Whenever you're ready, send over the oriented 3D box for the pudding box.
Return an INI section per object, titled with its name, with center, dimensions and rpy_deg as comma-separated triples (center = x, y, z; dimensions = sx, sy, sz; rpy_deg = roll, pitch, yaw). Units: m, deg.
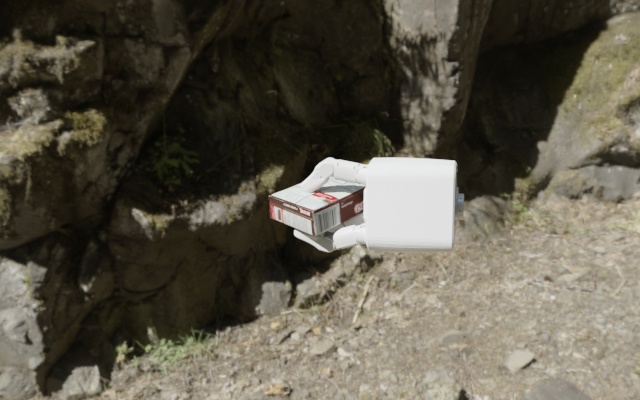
[pudding box]
center = 0.000, 0.002, 0.652
dimensions = 0.113, 0.039, 0.090
rpy_deg = -23, 29, -40
